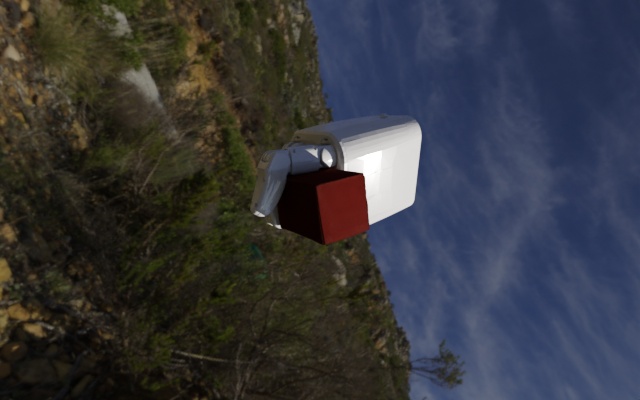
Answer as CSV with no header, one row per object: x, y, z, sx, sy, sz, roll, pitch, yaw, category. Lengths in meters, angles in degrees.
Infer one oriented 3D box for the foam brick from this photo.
0.000,0.002,0.427,0.051,0.053,0.078,-14,16,-29,foam brick
